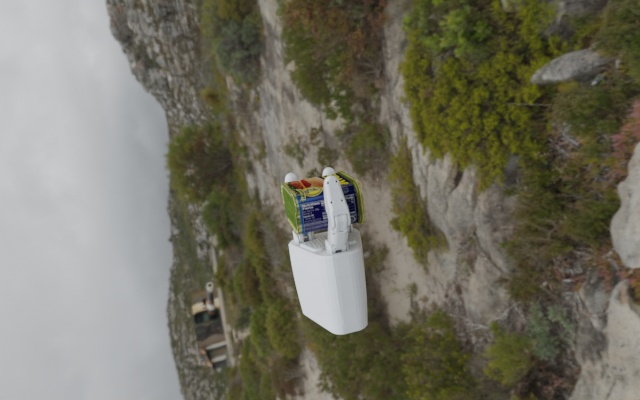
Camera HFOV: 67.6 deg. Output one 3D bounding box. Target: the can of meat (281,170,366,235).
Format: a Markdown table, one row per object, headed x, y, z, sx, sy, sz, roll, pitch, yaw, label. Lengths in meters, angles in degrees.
| x | y | z | sx | sy | sz | roll | pitch | yaw | label |
| --- | --- | --- | --- | --- | --- | --- | --- | --- | --- |
| 0.000 | 0.002 | 0.606 | 0.084 | 0.057 | 0.102 | -11 | 16 | -11 | can of meat |
